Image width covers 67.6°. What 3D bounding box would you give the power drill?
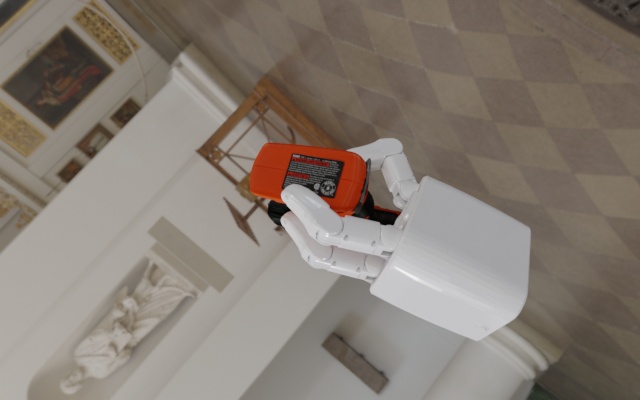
[{"bbox_3d":[0.000,0.002,0.501,0.184,0.057,0.188,8,-14,21],"label":"power drill"}]
